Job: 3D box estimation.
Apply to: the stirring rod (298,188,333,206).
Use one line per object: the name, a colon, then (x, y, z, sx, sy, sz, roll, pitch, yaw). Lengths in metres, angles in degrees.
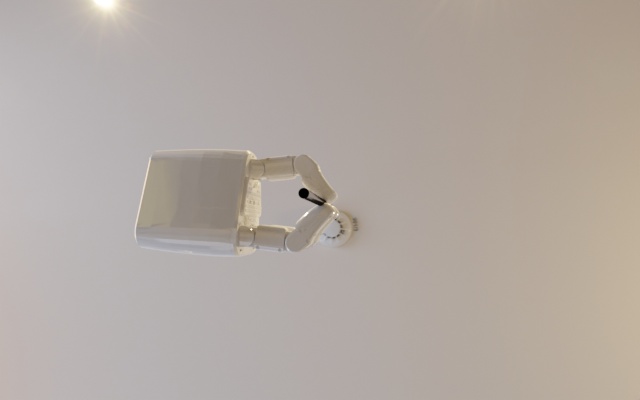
stirring rod: (0.000, 0.001, 0.467, 0.011, 0.011, 0.239, 0, -3, 6)
